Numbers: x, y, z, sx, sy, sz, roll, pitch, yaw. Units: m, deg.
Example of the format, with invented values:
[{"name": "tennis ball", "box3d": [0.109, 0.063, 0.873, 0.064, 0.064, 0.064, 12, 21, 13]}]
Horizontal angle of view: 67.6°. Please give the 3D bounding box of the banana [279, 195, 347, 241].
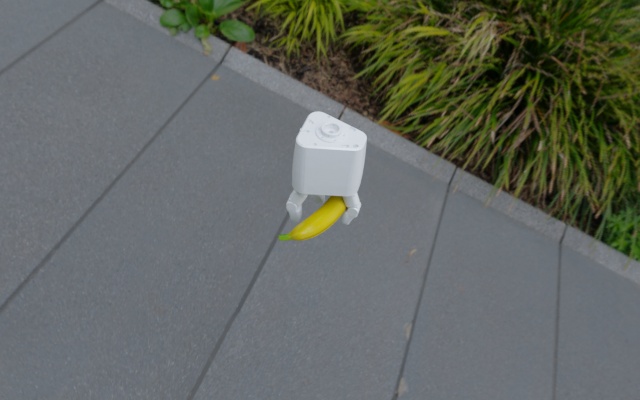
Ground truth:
[{"name": "banana", "box3d": [0.012, 0.011, 0.859, 0.069, 0.037, 0.197, 26, 55, 35]}]
